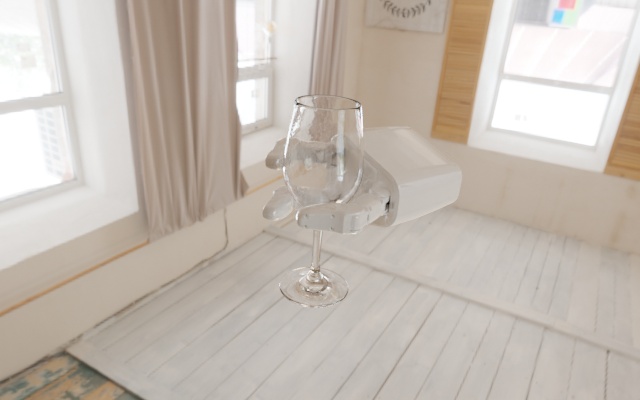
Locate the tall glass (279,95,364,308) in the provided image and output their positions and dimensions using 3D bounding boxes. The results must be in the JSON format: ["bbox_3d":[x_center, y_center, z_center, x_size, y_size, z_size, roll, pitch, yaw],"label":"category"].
[{"bbox_3d":[0.000,0.002,0.472,0.079,0.201,0.079,3,24,-2],"label":"tall glass"}]
